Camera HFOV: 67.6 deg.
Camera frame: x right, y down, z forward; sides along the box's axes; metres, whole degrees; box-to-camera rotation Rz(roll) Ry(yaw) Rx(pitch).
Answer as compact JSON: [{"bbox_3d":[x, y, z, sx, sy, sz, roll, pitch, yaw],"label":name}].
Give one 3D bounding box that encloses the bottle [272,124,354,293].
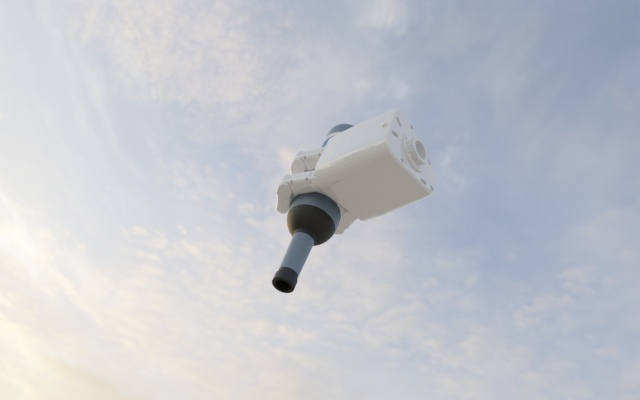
[{"bbox_3d":[0.000,0.002,0.640,0.069,0.069,0.295,0,40,22],"label":"bottle"}]
